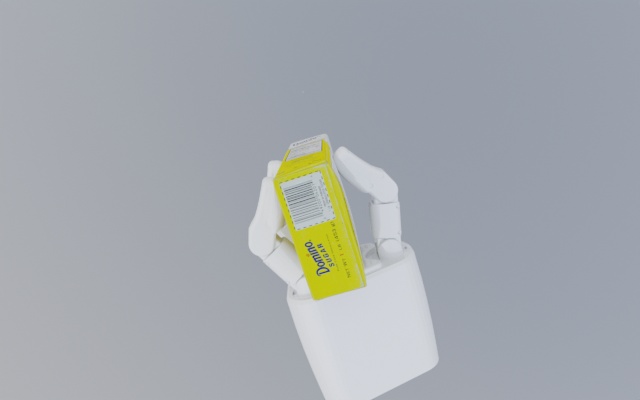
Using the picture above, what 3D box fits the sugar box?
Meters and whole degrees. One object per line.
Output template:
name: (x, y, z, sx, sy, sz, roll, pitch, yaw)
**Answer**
sugar box: (0.000, 0.002, 0.400, 0.048, 0.093, 0.176, -17, 13, 2)
